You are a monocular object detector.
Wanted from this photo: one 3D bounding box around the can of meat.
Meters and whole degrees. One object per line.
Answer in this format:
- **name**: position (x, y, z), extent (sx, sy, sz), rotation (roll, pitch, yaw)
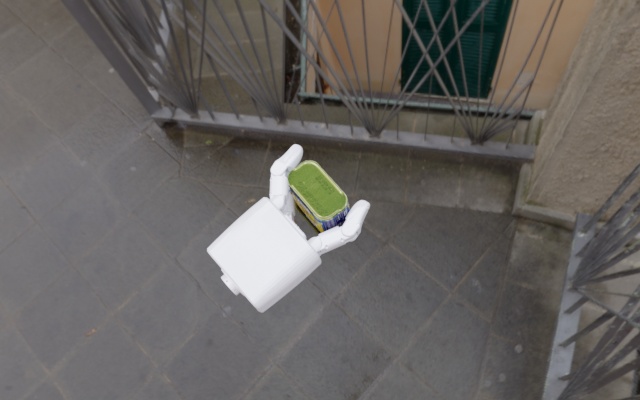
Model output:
- **can of meat**: position (0.000, 0.002, 0.683), extent (0.057, 0.102, 0.084), rotation (-37, -26, -9)
